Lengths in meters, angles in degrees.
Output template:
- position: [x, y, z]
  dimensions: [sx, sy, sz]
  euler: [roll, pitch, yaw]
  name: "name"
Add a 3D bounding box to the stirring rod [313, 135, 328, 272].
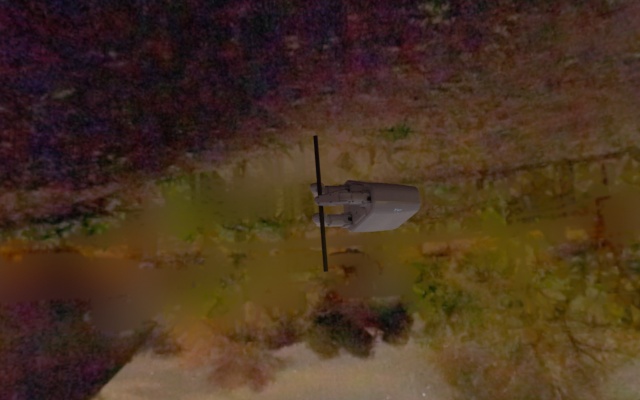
- position: [0.000, 0.003, 0.832]
  dimensions: [0.011, 0.239, 0.011]
  euler: [-4, -10, -1]
  name: "stirring rod"
